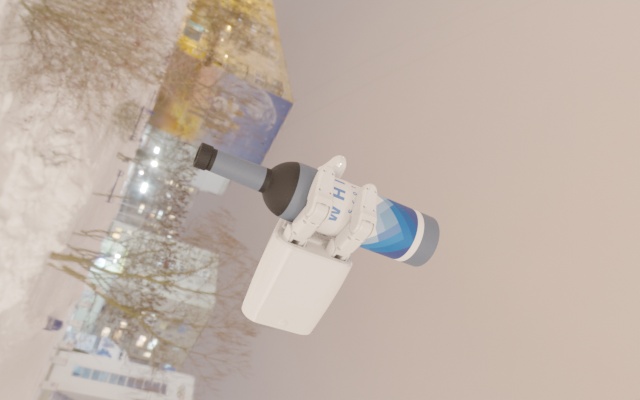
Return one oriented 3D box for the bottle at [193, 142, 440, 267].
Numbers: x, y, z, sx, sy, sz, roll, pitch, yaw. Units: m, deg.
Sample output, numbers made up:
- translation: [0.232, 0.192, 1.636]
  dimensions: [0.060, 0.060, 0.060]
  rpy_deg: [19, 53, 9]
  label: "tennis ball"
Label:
- translation: [0.000, 0.002, 0.549]
  dimensions: [0.296, 0.069, 0.069]
  rpy_deg: [21, -8, -21]
  label: "bottle"
